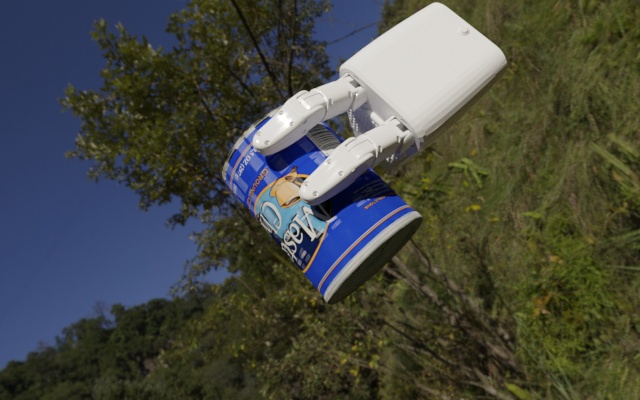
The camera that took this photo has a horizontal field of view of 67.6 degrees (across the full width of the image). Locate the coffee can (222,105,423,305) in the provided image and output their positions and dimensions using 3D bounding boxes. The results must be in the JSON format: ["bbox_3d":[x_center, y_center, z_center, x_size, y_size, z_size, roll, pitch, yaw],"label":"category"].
[{"bbox_3d":[0.000,0.002,0.405,0.140,0.103,0.103,47,18,18],"label":"coffee can"}]
